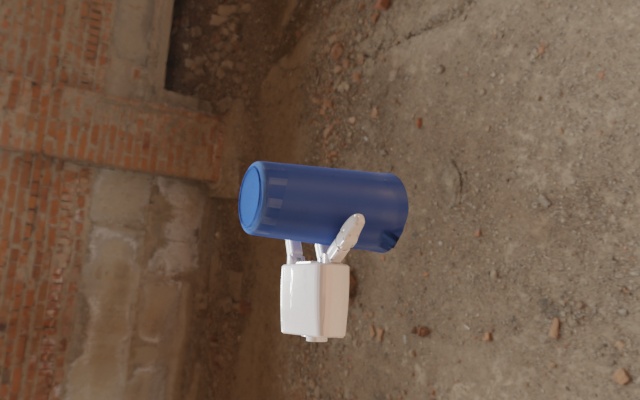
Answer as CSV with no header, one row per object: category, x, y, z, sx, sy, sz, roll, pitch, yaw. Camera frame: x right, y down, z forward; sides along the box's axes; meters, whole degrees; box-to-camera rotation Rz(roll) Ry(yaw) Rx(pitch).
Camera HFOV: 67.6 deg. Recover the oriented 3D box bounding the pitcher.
pitcher,0.000,0.003,0.747,0.243,0.145,0.149,7,-11,-27
